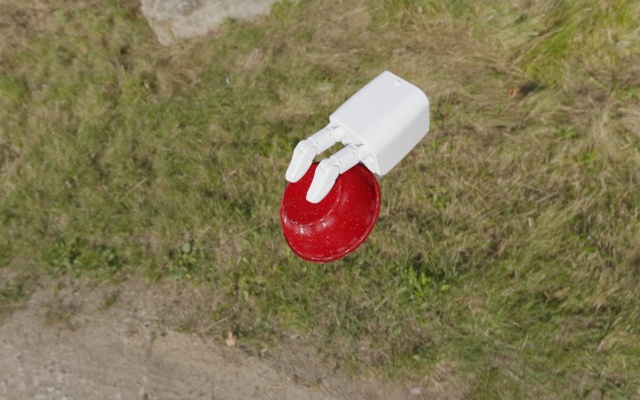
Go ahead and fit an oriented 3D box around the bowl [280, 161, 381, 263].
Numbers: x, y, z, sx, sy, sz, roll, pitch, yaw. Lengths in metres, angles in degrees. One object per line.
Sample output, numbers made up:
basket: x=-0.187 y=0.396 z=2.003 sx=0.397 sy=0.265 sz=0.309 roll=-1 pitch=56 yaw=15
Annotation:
bowl: x=-0.001 y=0.003 z=0.664 sx=0.162 sy=0.162 sz=0.055 roll=0 pitch=-24 yaw=33
